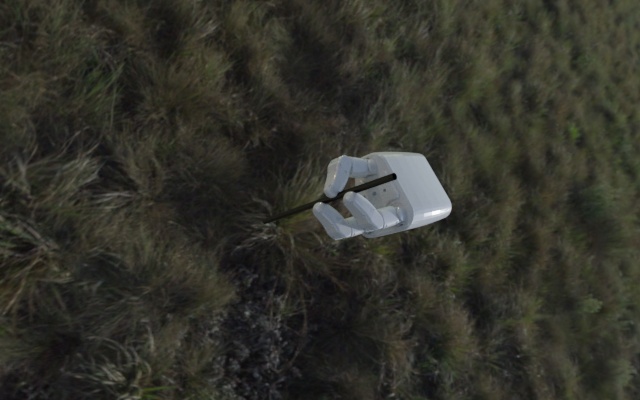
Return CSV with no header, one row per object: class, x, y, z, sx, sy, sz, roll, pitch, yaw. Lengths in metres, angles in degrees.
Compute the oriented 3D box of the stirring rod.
stirring rod,0.000,0.002,0.604,0.011,0.011,0.239,0,-14,-43
